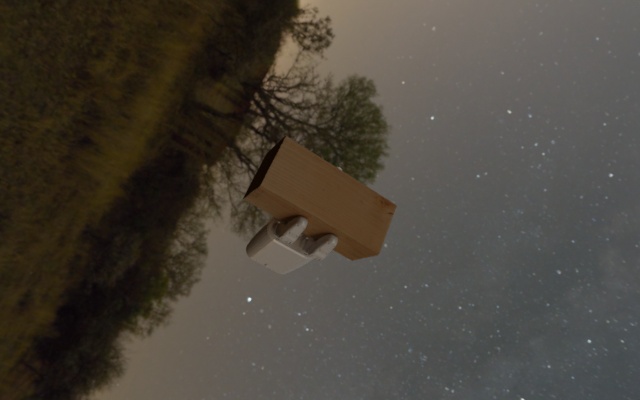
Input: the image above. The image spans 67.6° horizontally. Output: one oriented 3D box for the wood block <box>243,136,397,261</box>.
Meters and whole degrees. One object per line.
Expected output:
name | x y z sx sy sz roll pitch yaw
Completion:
wood block | 0.000 0.002 0.737 0.206 0.090 0.090 31 -24 -16
